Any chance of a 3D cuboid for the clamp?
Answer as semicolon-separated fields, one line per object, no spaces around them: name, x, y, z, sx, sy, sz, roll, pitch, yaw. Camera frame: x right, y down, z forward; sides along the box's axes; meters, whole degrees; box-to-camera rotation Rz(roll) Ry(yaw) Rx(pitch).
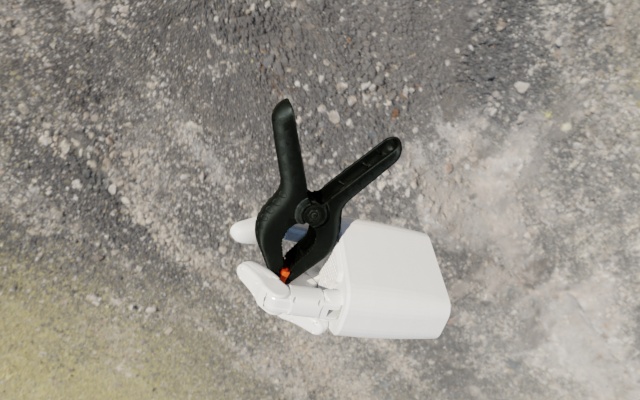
clamp;0.000;0.002;0.425;0.120;0.171;0.039;9;27;-16
